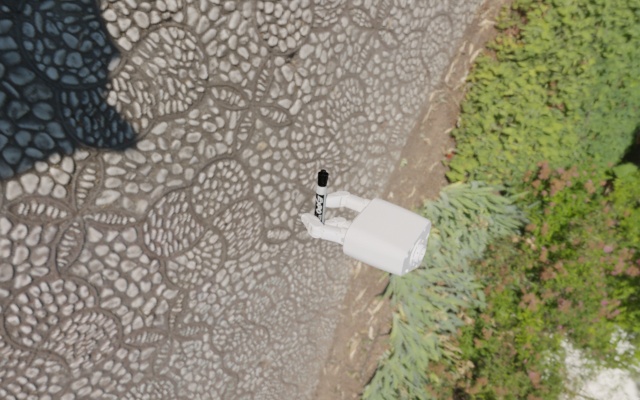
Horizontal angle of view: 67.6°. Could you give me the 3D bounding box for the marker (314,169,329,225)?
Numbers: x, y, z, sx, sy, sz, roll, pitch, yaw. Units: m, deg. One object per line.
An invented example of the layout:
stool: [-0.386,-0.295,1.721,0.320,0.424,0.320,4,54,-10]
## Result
marker: [0.000,0.003,0.819,0.020,0.121,0.020,4,28,-2]
